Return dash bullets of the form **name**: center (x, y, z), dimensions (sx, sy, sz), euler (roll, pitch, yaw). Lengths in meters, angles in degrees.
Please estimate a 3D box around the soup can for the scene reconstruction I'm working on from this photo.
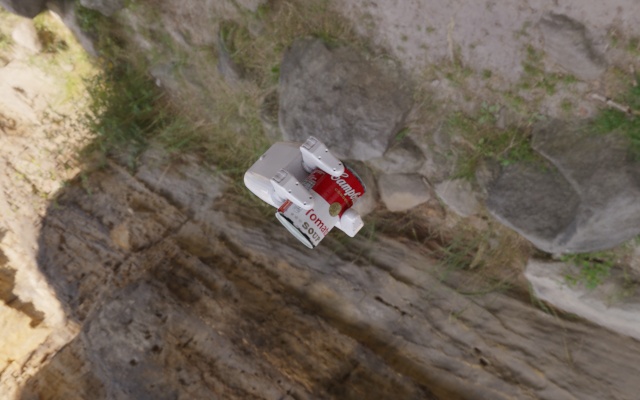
- **soup can**: center (0.000, 0.002, 0.609), dimensions (0.068, 0.102, 0.068), euler (41, -12, 10)
